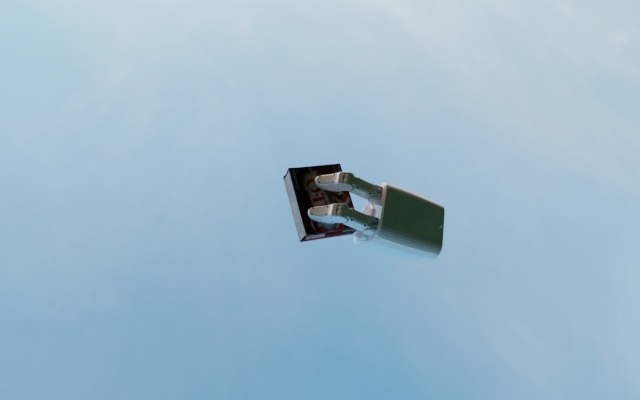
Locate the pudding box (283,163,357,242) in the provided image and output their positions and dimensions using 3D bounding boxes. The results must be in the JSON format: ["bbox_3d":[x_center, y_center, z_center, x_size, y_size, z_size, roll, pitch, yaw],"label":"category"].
[{"bbox_3d":[0.000,0.002,0.733,0.090,0.113,0.039,-7,-23,-26],"label":"pudding box"}]
